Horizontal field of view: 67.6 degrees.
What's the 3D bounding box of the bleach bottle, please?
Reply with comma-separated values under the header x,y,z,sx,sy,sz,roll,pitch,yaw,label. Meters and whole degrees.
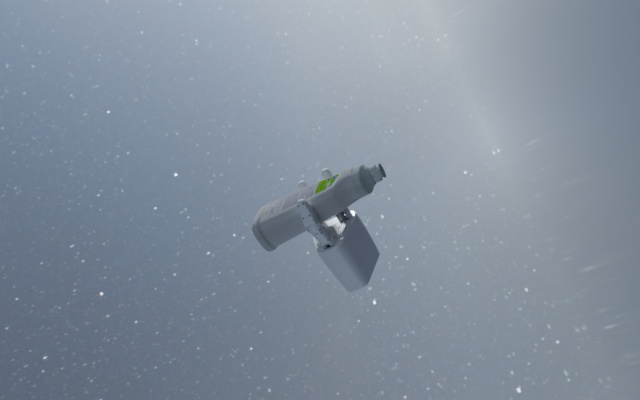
x,y,z,sx,sy,sz,roll,pitch,yaw,label
0.000,0.003,0.861,0.251,0.068,0.102,-25,23,21,bleach bottle
